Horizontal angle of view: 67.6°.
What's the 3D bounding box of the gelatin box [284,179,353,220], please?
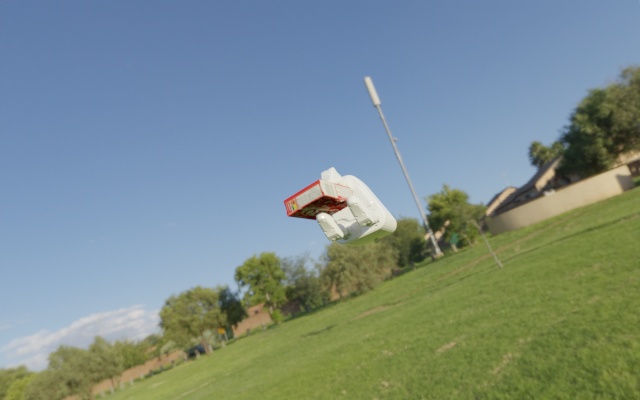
[{"bbox_3d":[0.000,0.002,0.727,0.073,0.030,0.089,-29,-23,29],"label":"gelatin box"}]
